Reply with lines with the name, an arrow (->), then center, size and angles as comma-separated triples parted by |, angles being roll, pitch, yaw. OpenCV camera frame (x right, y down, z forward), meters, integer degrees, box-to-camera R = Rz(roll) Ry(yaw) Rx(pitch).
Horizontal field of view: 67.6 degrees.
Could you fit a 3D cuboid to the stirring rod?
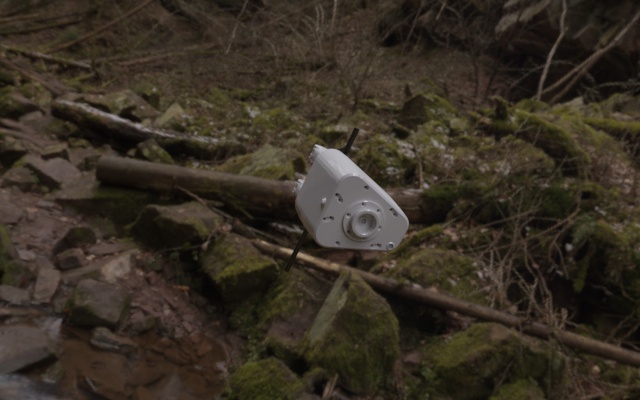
stirring rod -> 0.000, 0.002, 0.708 | 0.011, 0.239, 0.011 | 25, 12, -6
